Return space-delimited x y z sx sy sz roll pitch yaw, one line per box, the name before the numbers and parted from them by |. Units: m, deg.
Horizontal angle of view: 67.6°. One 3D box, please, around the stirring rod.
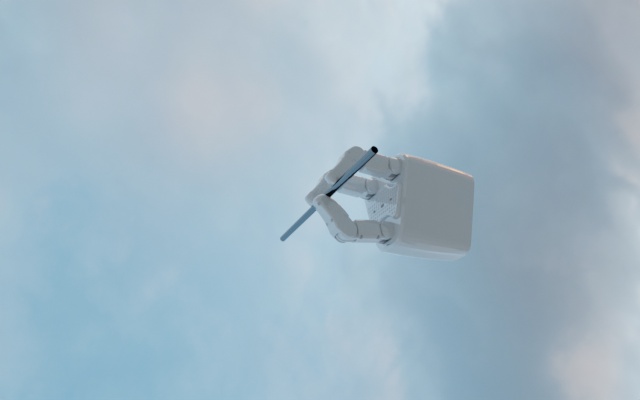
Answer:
stirring rod | 0.000 0.002 0.547 0.011 0.011 0.240 0 -24 -28
